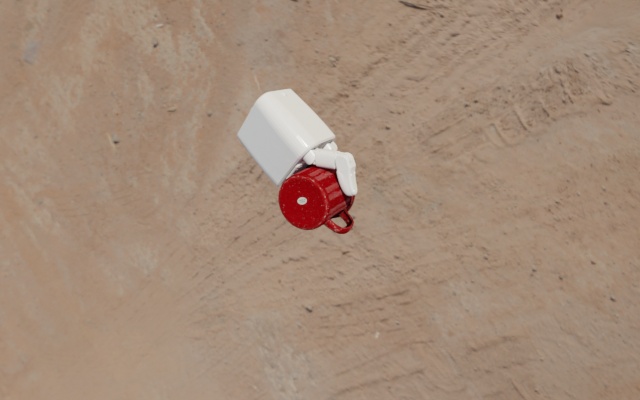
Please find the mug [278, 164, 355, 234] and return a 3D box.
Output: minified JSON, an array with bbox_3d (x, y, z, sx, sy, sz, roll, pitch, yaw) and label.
[{"bbox_3d":[0.001,0.003,0.687,0.093,0.117,0.081,-44,-7,31],"label":"mug"}]
